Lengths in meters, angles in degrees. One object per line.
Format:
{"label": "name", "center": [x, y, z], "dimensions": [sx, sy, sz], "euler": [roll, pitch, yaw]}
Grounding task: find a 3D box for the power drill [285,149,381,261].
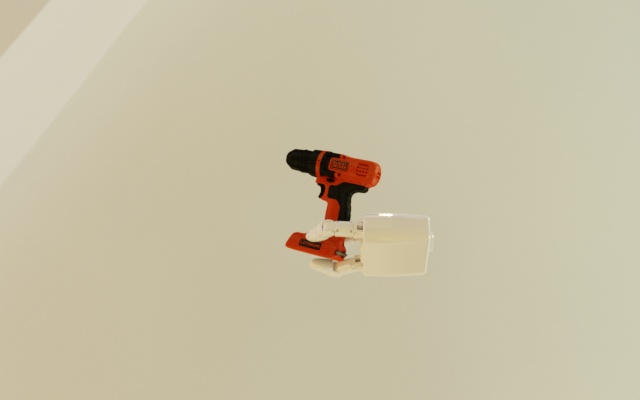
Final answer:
{"label": "power drill", "center": [0.000, 0.003, 0.844], "dimensions": [0.184, 0.187, 0.057], "euler": [13, -6, 27]}
